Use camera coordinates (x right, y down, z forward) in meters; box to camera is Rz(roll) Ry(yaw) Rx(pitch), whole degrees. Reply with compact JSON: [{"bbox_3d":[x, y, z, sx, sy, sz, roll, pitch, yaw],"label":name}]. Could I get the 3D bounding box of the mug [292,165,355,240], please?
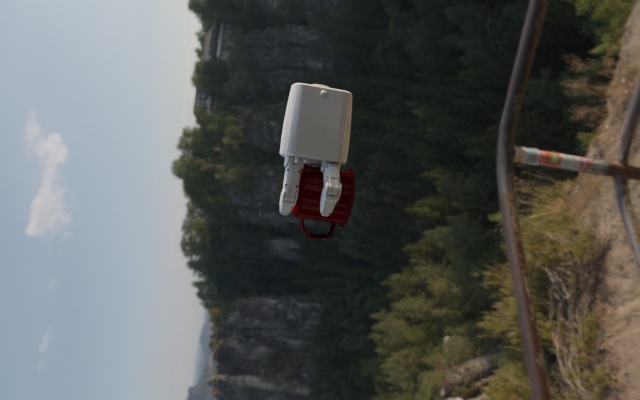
[{"bbox_3d":[0.000,0.004,0.742,0.081,0.117,0.093,8,3,-10],"label":"mug"}]
